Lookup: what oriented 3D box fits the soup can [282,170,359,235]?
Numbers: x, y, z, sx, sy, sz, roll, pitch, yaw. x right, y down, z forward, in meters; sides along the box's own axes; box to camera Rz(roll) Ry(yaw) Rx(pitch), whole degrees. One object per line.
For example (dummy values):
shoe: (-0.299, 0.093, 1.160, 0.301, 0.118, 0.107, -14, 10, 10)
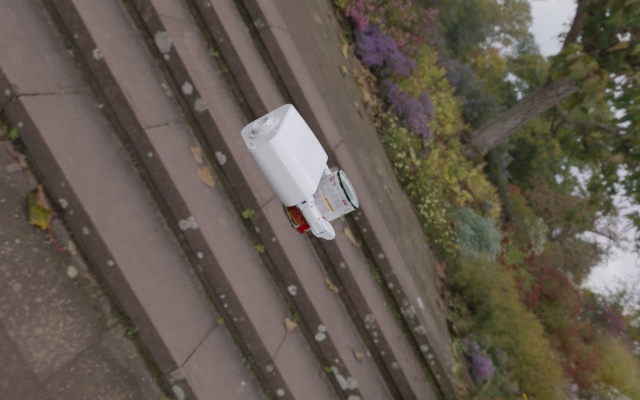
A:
soup can: (0.001, 0.003, 0.751, 0.102, 0.068, 0.068, -25, -7, 14)
